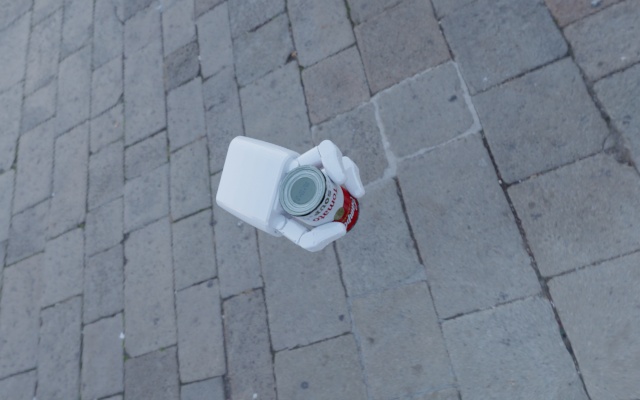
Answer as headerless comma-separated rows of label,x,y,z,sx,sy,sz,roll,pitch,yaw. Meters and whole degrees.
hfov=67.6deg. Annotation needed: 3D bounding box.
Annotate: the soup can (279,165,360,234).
soup can,0.000,0.002,0.614,0.068,0.068,0.102,0,-18,29
